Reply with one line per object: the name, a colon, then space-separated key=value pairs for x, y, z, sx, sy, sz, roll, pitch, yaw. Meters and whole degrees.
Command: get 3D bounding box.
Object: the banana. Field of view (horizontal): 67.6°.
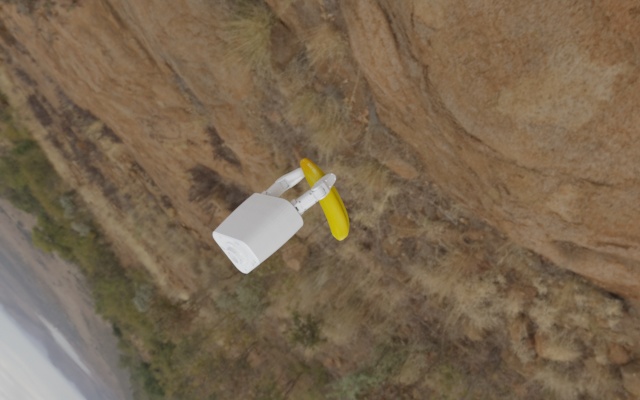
banana: x=0.014 y=0.010 z=0.867 sx=0.069 sy=0.198 sz=0.037 roll=20 pitch=54 yaw=40
